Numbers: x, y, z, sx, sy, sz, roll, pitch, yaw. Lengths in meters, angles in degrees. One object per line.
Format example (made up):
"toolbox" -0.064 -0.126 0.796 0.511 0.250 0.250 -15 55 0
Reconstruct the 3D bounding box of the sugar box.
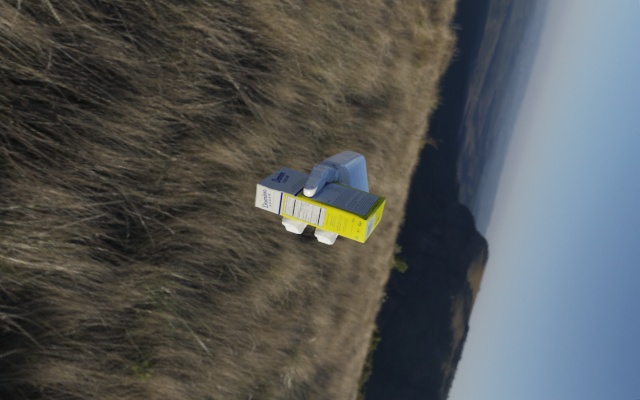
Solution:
"sugar box" 0.000 0.003 0.723 0.176 0.048 0.093 16 25 18
